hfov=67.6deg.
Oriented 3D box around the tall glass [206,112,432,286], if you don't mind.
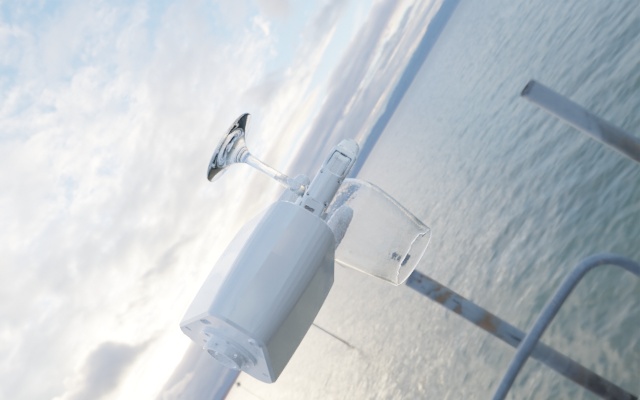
[{"bbox_3d":[0.000,0.001,0.441,0.201,0.079,0.079,30,1,2],"label":"tall glass"}]
